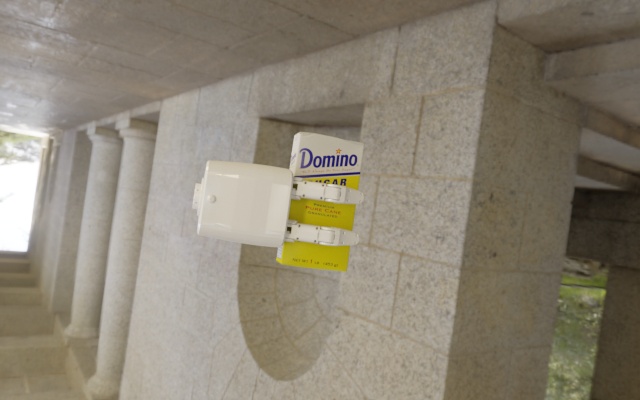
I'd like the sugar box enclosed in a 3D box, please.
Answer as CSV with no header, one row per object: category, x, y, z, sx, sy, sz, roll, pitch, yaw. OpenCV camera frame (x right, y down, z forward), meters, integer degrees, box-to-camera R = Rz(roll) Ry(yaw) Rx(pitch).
sugar box,0.000,0.002,0.644,0.093,0.176,0.048,8,0,-15
